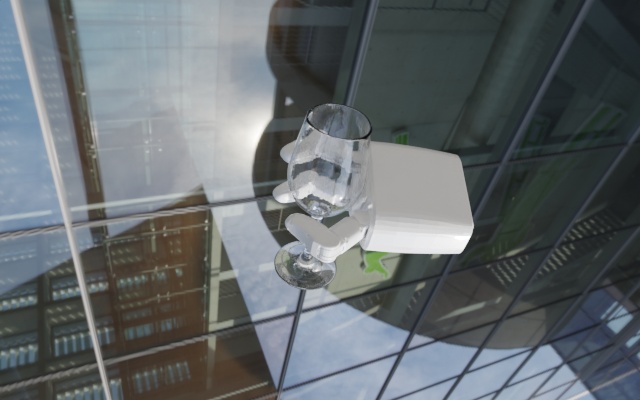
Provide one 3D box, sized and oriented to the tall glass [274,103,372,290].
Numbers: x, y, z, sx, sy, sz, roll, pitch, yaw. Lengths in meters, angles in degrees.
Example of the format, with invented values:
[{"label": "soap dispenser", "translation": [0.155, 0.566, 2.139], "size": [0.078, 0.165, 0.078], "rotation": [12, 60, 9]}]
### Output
[{"label": "tall glass", "translation": [0.000, 0.002, 0.497], "size": [0.079, 0.201, 0.079], "rotation": [7, 40, -6]}]
